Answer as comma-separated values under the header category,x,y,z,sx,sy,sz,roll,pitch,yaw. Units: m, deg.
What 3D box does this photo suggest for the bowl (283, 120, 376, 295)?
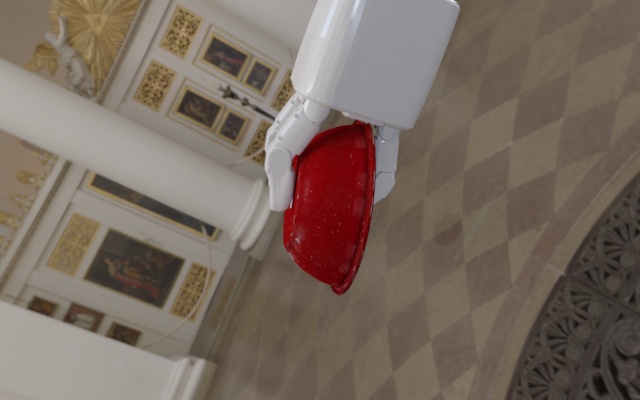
category,x,y,z,sx,sy,sz,roll,pitch,yaw
bowl,-0.001,0.003,0.430,0.055,0.162,0.162,7,-1,-10
